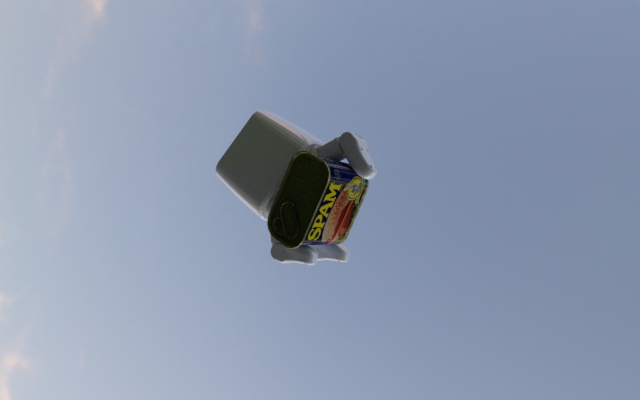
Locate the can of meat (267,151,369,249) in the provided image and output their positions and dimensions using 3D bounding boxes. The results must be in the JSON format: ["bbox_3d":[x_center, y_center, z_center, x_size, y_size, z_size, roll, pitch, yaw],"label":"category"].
[{"bbox_3d":[0.000,0.002,0.534,0.057,0.102,0.084,33,16,35],"label":"can of meat"}]
